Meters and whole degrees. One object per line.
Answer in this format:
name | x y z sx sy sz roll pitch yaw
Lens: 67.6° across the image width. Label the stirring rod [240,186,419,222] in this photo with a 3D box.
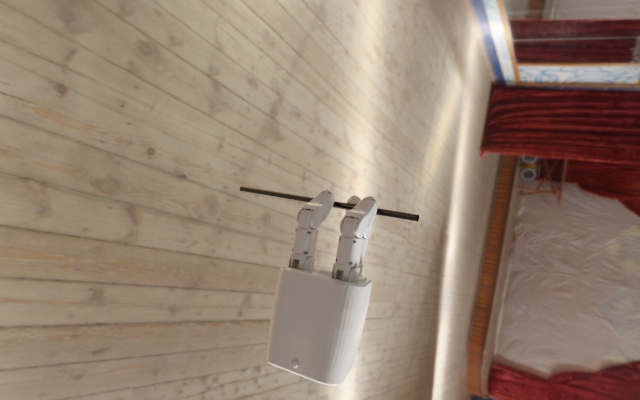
stirring rod | 0.000 0.002 0.565 0.239 0.011 0.011 9 5 30
